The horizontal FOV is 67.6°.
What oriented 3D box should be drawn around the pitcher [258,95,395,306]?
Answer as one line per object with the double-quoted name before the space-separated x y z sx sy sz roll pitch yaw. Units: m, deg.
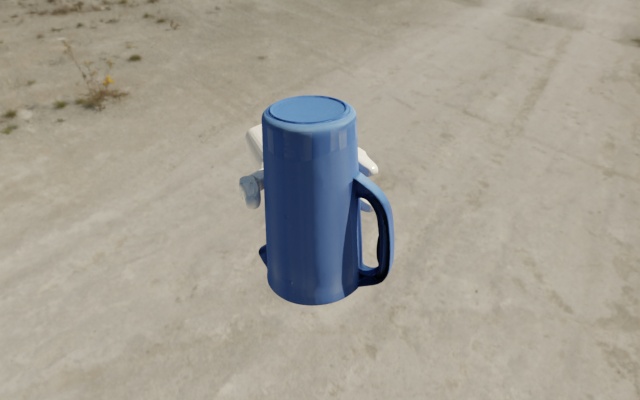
"pitcher" 0.000 0.002 0.593 0.149 0.243 0.145 -13 33 -18
